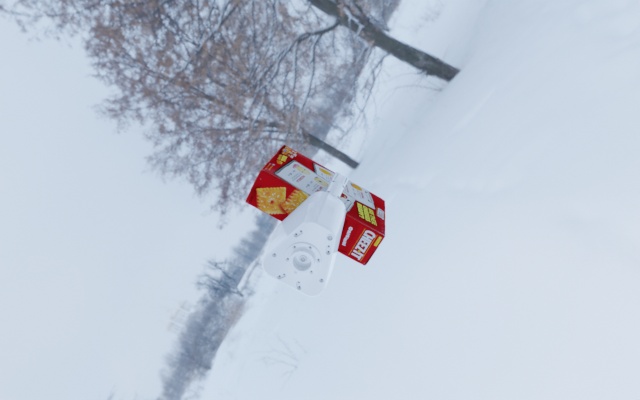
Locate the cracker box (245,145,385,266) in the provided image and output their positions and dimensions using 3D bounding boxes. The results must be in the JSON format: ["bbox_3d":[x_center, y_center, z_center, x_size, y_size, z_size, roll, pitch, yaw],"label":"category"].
[{"bbox_3d":[0.000,0.002,0.799,0.214,0.072,0.164,29,21,-3],"label":"cracker box"}]
